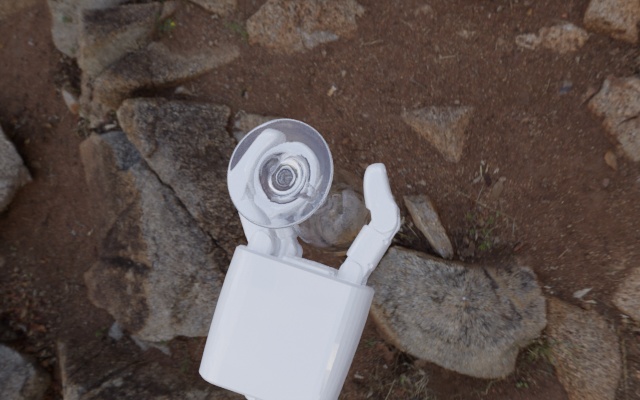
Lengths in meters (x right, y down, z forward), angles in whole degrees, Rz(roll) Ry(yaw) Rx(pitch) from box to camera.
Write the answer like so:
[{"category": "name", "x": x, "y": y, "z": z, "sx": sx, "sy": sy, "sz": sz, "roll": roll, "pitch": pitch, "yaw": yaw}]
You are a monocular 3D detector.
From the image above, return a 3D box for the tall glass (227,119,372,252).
[{"category": "tall glass", "x": 0.000, "y": 0.001, "z": 0.404, "sx": 0.079, "sy": 0.079, "sz": 0.201, "roll": 0, "pitch": -11, "yaw": 17}]
